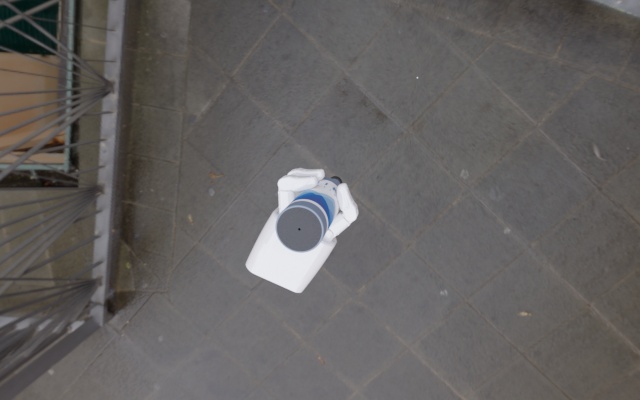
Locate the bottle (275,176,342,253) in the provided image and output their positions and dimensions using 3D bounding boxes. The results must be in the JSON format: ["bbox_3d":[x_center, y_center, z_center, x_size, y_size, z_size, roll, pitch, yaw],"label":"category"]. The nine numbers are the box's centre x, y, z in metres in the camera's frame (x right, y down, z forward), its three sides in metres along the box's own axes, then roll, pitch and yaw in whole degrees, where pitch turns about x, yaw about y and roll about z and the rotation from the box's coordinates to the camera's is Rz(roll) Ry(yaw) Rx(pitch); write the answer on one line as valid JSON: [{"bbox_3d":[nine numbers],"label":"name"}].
[{"bbox_3d":[0.000,0.003,0.772,0.069,0.069,0.295,0,14,11],"label":"bottle"}]
